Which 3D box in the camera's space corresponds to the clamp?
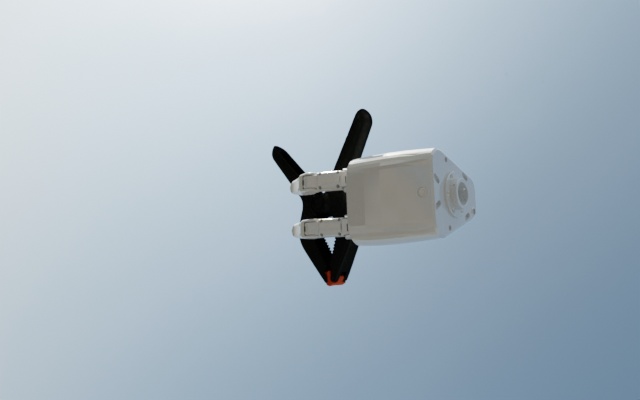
[{"bbox_3d":[0.001,0.003,0.610,0.164,0.210,0.036,-8,-9,42],"label":"clamp"}]
